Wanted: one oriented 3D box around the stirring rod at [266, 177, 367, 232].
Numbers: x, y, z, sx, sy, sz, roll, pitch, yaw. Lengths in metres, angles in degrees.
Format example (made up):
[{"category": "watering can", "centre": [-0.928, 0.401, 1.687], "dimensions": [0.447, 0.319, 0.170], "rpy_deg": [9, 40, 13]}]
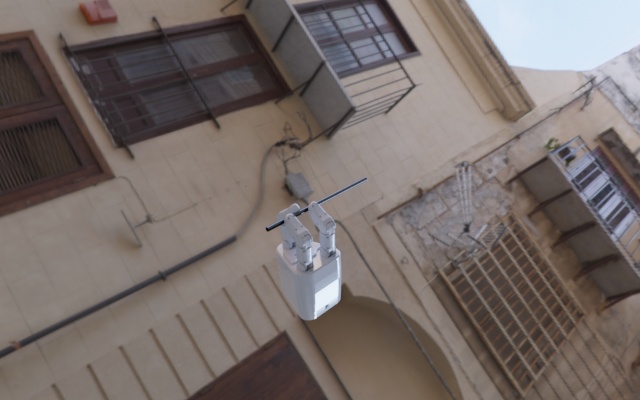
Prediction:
[{"category": "stirring rod", "centre": [0.000, 0.003, 0.840], "dimensions": [0.239, 0.011, 0.011], "rpy_deg": [-27, 17, -36]}]
